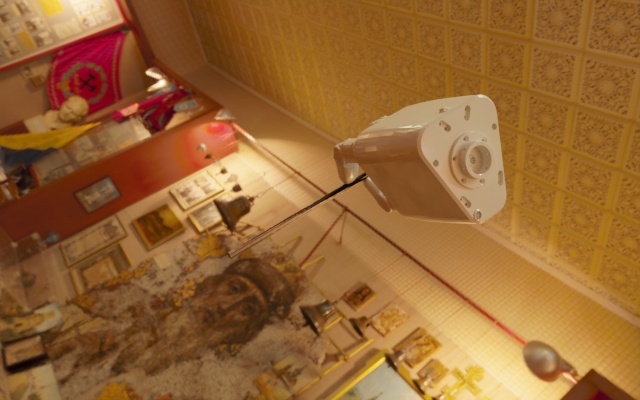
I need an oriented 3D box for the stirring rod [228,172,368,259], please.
[{"bbox_3d":[0.000,0.002,0.551,0.239,0.011,0.011,-31,11,-20],"label":"stirring rod"}]
